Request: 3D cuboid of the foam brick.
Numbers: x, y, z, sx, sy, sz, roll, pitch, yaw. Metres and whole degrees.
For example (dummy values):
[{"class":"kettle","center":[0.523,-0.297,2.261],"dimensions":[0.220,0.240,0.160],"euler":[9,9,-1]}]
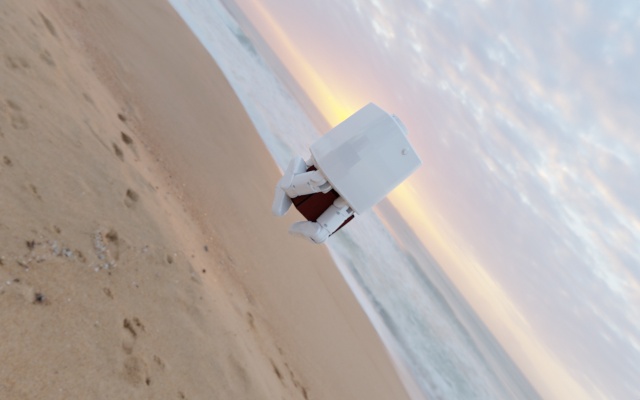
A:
[{"class":"foam brick","center":[0.000,0.002,0.638],"dimensions":[0.078,0.051,0.053],"euler":[47,8,-39]}]
